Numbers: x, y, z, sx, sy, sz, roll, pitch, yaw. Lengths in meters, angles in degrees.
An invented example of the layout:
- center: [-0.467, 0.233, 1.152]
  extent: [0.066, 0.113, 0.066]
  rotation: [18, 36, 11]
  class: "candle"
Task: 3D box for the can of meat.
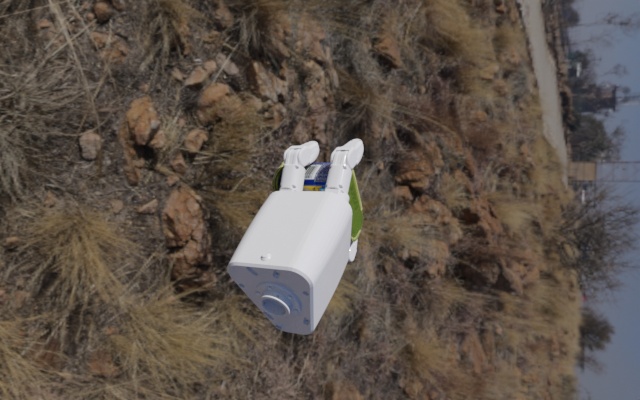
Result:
- center: [0.000, 0.002, 0.577]
  extent: [0.084, 0.102, 0.057]
  rotation: [2, 37, 26]
  class: "can of meat"
